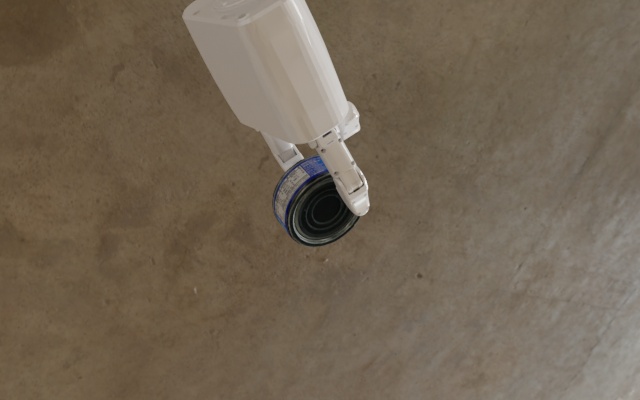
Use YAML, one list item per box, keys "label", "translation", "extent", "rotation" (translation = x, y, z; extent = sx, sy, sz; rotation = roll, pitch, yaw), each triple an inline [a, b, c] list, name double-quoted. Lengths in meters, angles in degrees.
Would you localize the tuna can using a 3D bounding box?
- label: "tuna can"
  translation: [0.000, 0.002, 0.451]
  extent: [0.086, 0.086, 0.033]
  rotation: [0, 31, -33]
